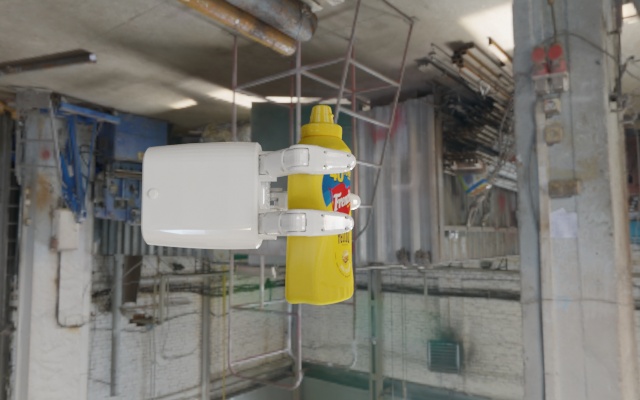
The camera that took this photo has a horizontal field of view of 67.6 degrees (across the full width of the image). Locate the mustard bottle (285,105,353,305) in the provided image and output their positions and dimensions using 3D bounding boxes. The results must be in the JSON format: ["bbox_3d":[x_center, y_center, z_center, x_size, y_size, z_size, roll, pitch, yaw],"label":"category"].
[{"bbox_3d":[0.000,0.002,0.472,0.058,0.191,0.096,-2,-5,24],"label":"mustard bottle"}]
